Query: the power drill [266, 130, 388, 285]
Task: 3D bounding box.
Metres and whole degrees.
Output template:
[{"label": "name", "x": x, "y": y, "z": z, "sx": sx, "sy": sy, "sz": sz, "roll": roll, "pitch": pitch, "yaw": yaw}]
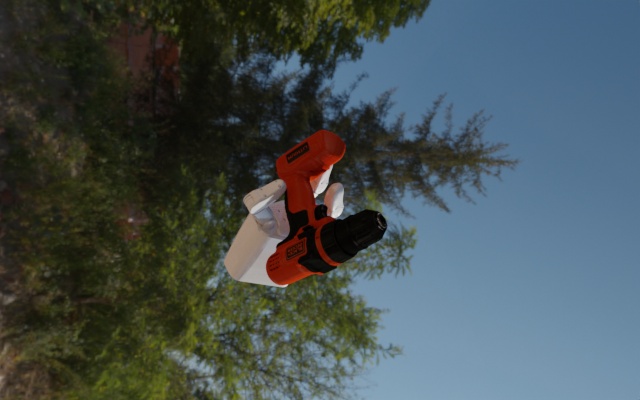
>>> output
[{"label": "power drill", "x": 0.000, "y": 0.002, "z": 0.622, "sx": 0.184, "sy": 0.187, "sz": 0.057, "roll": -28, "pitch": -42, "yaw": 33}]
